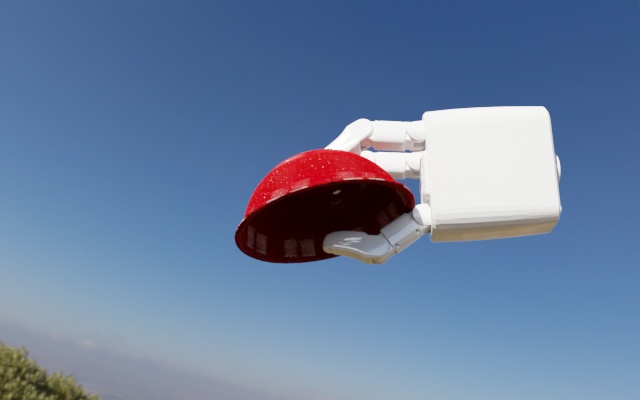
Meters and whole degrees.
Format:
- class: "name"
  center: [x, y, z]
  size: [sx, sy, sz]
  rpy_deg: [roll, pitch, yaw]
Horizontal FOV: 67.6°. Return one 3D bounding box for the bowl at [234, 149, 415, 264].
- class: "bowl"
  center: [-0.001, 0.001, 0.432]
  size: [0.162, 0.055, 0.162]
  rpy_deg: [-11, -27, -6]
